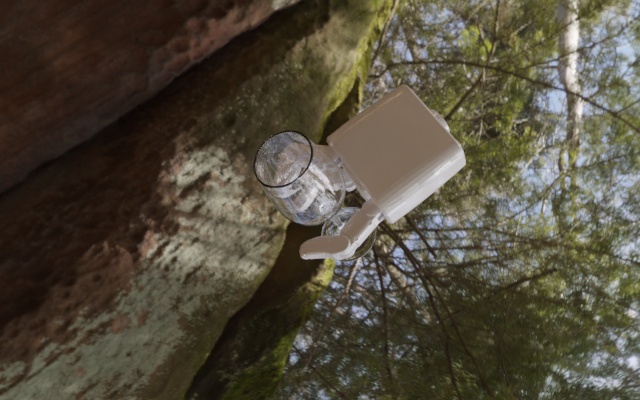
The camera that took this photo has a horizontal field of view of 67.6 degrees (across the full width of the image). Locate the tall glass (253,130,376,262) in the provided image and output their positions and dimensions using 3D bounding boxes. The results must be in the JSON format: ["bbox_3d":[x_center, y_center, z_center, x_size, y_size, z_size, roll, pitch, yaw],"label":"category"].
[{"bbox_3d":[0.000,0.002,0.528,0.079,0.079,0.201,0,-24,23],"label":"tall glass"}]
